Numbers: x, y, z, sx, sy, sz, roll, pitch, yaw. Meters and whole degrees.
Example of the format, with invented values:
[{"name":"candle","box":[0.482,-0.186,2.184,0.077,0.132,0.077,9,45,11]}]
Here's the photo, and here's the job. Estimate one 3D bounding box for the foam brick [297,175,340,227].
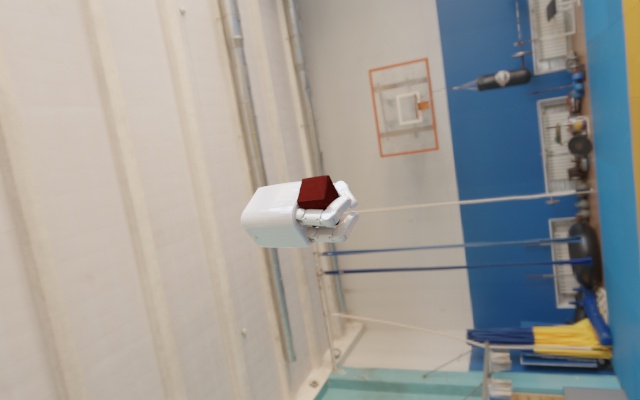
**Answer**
[{"name":"foam brick","box":[0.000,0.002,0.815,0.051,0.053,0.078,-4,-39,23]}]
